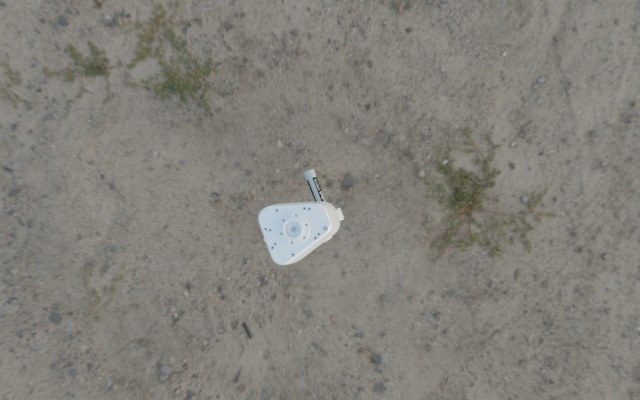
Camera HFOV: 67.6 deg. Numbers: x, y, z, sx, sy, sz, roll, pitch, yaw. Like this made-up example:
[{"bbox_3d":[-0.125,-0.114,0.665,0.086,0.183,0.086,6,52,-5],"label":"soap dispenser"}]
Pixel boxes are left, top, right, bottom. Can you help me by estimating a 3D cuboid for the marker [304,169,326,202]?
[{"bbox_3d":[0.000,0.003,0.860,0.020,0.121,0.020,-21,-3,-1],"label":"marker"}]
